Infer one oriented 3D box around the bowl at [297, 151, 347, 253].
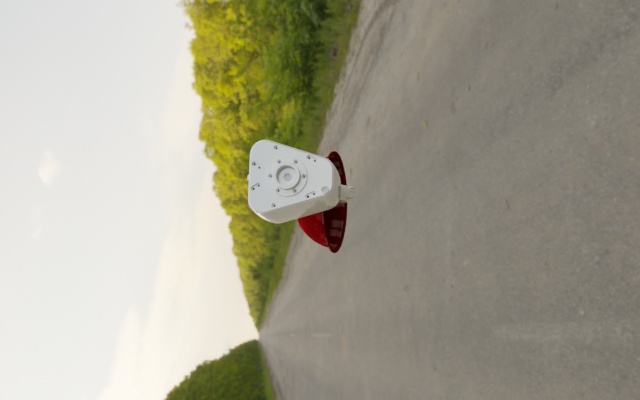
[{"bbox_3d":[0.000,0.003,0.765,0.055,0.162,0.162,0,0,16],"label":"bowl"}]
